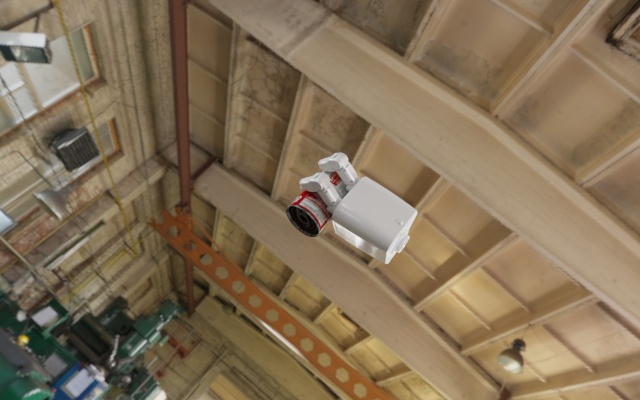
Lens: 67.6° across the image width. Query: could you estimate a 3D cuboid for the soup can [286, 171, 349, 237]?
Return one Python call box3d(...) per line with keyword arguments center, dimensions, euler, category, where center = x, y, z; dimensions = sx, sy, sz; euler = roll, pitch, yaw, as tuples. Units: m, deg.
box3d(center=(0.000, 0.002, 0.801), dimensions=(0.068, 0.068, 0.102), euler=(0, 39, 50), category="soup can")
